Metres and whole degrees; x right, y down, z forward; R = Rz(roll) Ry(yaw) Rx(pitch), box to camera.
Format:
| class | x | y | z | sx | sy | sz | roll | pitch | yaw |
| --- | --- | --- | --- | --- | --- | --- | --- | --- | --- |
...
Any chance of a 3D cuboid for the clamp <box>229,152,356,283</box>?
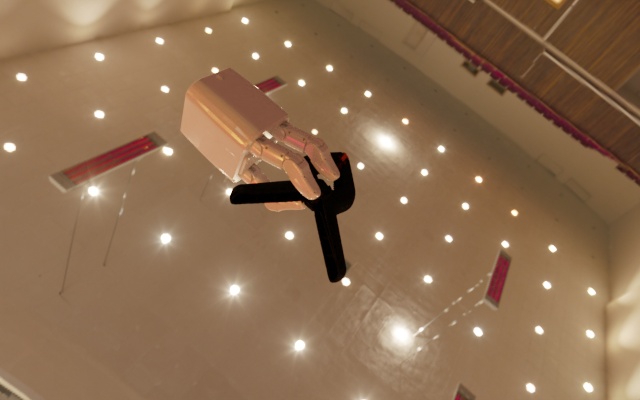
| class | x | y | z | sx | sy | sz | roll | pitch | yaw |
| --- | --- | --- | --- | --- | --- | --- | --- | --- | --- |
| clamp | 0.000 | 0.002 | 0.622 | 0.036 | 0.164 | 0.210 | -47 | -2 | 39 |
